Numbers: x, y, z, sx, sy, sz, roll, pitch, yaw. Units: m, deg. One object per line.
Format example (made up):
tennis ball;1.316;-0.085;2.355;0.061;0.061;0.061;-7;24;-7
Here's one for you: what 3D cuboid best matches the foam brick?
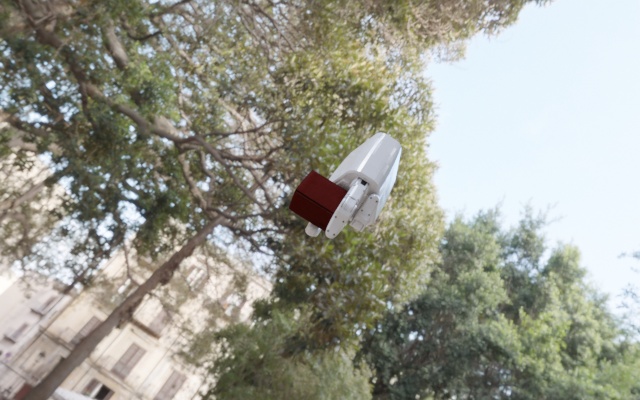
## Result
foam brick;0.000;0.002;0.724;0.078;0.051;0.053;32;-35;3
